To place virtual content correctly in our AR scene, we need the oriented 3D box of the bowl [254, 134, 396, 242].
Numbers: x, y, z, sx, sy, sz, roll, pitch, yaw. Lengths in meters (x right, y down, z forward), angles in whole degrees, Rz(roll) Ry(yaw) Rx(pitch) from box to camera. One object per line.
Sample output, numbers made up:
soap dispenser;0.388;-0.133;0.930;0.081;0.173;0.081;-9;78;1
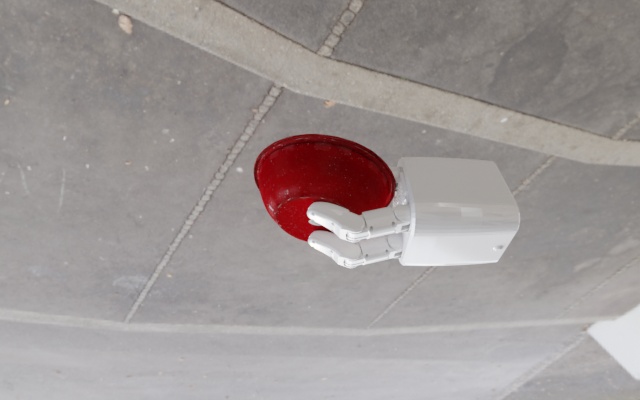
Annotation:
bowl;-0.001;0.002;0.525;0.162;0.055;0.162;7;-35;5
